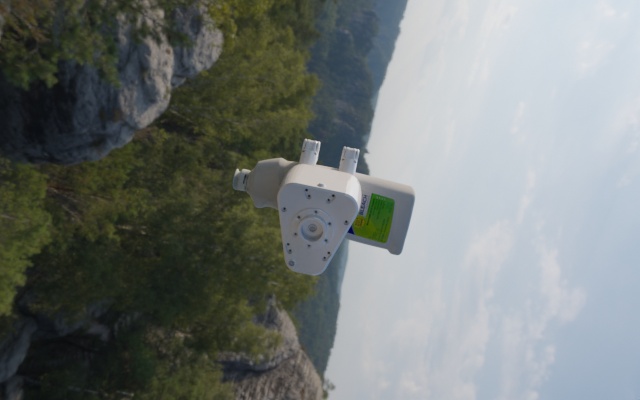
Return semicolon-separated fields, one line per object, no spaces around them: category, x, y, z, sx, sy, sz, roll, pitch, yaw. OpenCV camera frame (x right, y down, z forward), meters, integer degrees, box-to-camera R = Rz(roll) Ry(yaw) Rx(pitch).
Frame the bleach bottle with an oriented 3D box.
bleach bottle;0.000;0.002;0.678;0.251;0.102;0.068;12;15;1
